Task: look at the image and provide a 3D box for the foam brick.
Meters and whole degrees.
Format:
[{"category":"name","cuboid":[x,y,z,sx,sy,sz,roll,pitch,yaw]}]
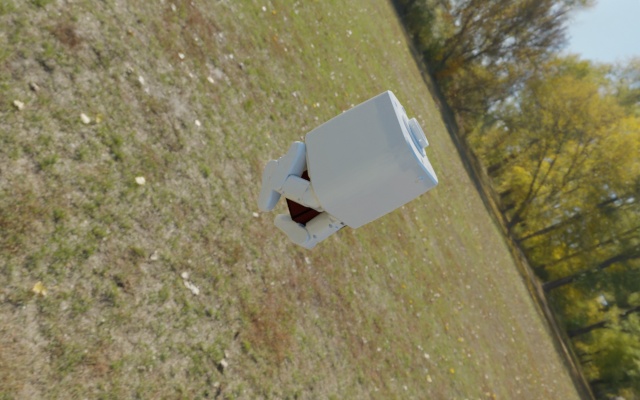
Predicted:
[{"category":"foam brick","cuboid":[0.000,0.002,0.567,0.051,0.053,0.078,-28,-30,18]}]
